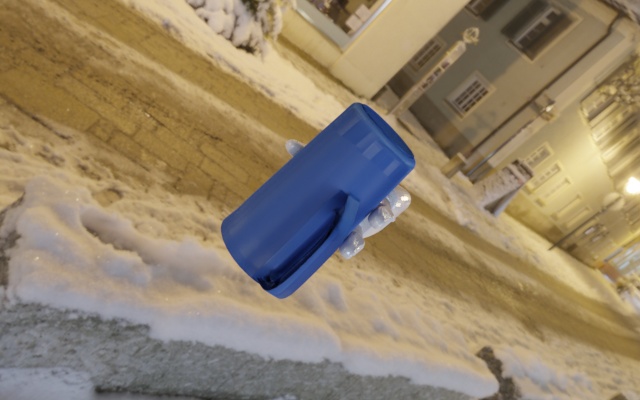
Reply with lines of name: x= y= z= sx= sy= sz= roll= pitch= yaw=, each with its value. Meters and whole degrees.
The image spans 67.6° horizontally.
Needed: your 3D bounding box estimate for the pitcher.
pitcher: x=0.000 y=0.002 z=0.598 sx=0.243 sy=0.149 sz=0.145 roll=-44 pitch=-17 yaw=18
